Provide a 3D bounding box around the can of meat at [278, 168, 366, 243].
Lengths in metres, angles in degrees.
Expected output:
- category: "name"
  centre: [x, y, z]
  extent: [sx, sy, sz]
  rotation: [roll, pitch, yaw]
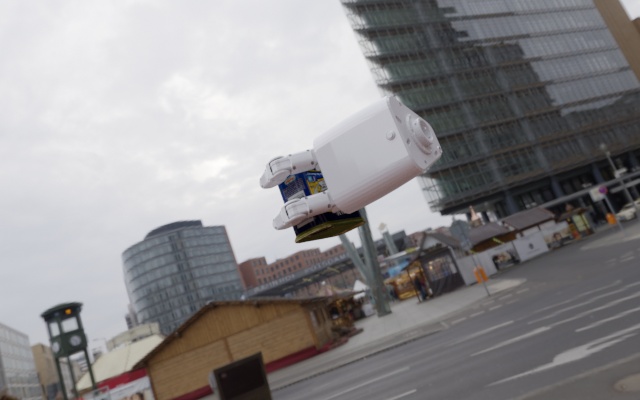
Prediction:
- category: "can of meat"
  centre: [0.000, 0.002, 0.605]
  extent: [0.057, 0.084, 0.102]
  rotation: [-30, -16, 37]
